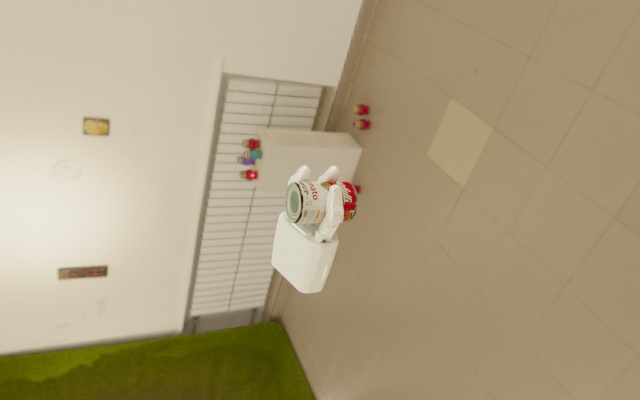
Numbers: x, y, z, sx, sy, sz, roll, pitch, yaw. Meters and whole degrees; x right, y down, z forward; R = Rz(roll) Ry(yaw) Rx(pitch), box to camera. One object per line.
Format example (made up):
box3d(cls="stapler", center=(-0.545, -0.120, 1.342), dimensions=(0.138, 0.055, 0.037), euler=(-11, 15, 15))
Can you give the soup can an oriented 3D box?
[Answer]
box3d(cls="soup can", center=(0.000, 0.002, 0.782), dimensions=(0.102, 0.068, 0.068), euler=(-1, 0, -27))
